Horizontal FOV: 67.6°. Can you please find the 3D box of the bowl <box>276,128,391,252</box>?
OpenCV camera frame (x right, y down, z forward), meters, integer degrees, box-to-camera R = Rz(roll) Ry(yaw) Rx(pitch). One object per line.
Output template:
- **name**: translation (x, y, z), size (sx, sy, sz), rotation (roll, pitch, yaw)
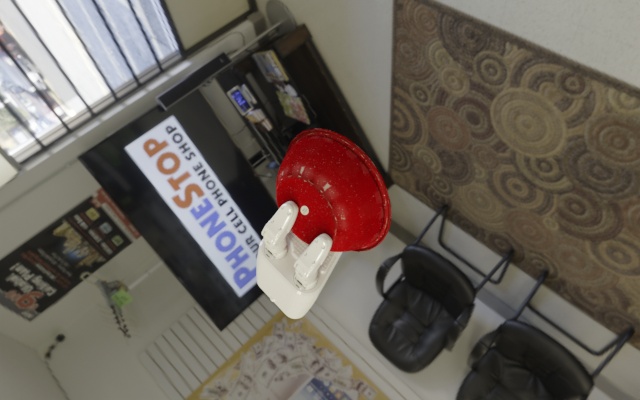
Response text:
- **bowl**: translation (0.000, 0.001, 0.551), size (0.162, 0.162, 0.055), rotation (0, 26, 46)
